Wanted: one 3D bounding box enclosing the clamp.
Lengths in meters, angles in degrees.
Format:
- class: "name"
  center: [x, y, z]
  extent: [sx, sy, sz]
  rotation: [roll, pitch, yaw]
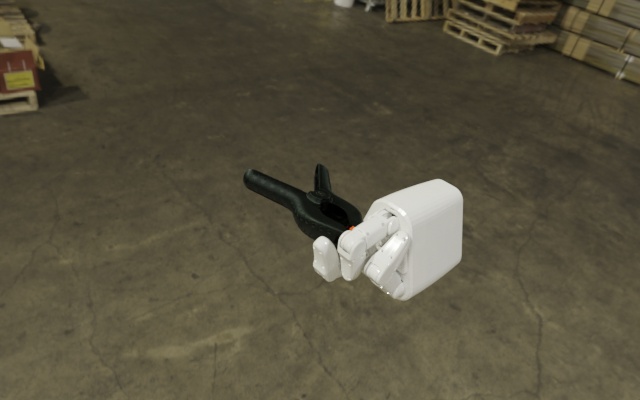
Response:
- class: "clamp"
  center: [0.000, 0.001, 0.572]
  extent: [0.120, 0.039, 0.171]
  rotation: [-21, 47, -37]
